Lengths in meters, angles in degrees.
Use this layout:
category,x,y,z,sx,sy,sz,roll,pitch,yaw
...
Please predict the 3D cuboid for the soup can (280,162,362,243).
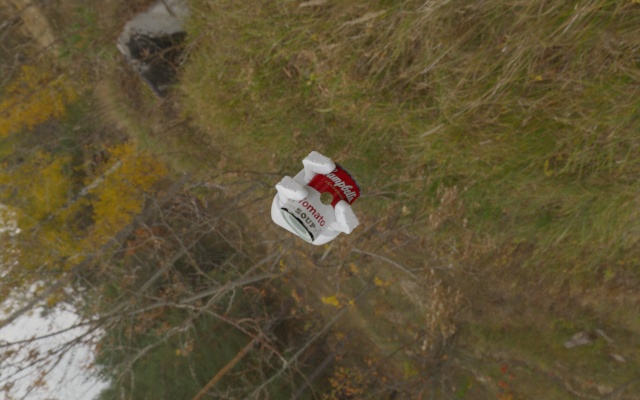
category,x,y,z,sx,sy,sz,roll,pitch,yaw
soup can,0.000,0.002,0.681,0.102,0.068,0.068,-44,15,-16
